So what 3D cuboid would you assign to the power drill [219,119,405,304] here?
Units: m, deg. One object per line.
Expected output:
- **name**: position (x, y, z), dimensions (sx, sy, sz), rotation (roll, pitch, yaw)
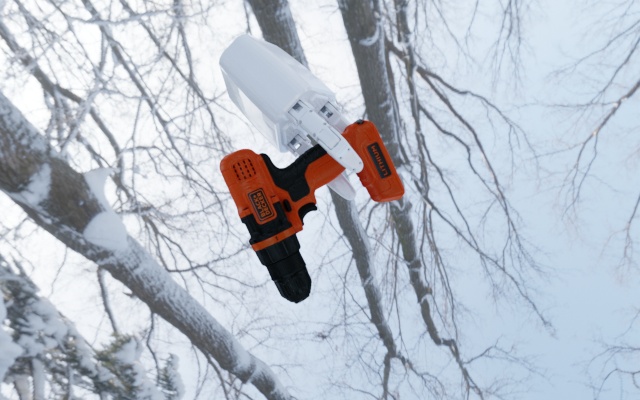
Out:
- **power drill**: position (0.000, 0.001, 0.552), dimensions (0.187, 0.184, 0.057), rotation (-26, 4, -16)
